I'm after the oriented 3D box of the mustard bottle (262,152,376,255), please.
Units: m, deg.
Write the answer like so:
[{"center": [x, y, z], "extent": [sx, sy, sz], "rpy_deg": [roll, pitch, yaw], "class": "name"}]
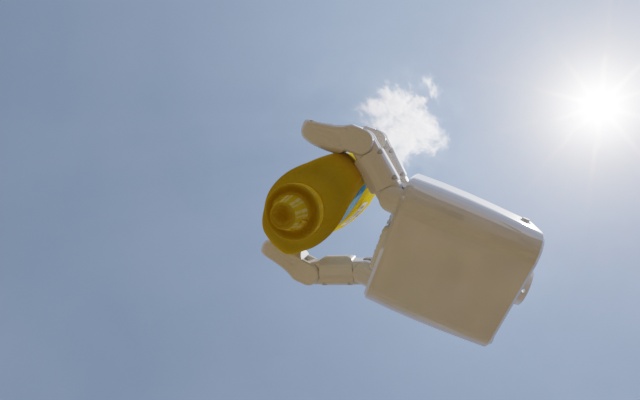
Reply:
[{"center": [0.000, 0.001, 0.406], "extent": [0.096, 0.058, 0.191], "rpy_deg": [-44, -6, 15], "class": "mustard bottle"}]
